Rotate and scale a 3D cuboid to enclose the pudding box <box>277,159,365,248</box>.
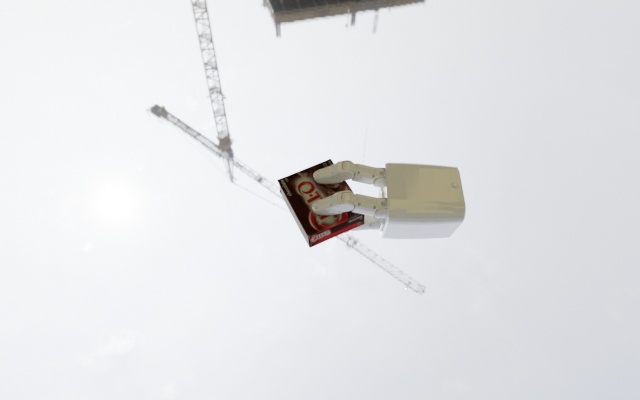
[{"bbox_3d":[0.000,0.002,0.694,0.090,0.113,0.039,-22,-35,-14],"label":"pudding box"}]
